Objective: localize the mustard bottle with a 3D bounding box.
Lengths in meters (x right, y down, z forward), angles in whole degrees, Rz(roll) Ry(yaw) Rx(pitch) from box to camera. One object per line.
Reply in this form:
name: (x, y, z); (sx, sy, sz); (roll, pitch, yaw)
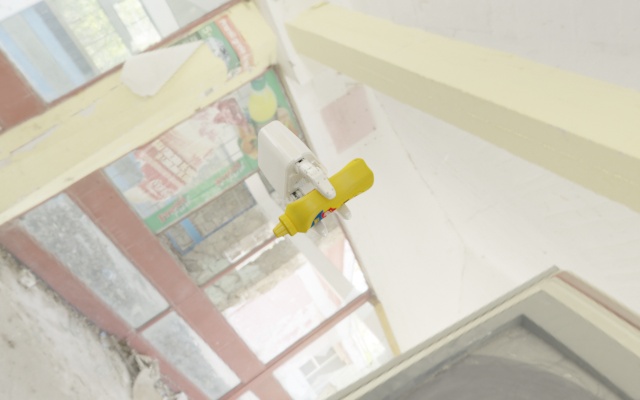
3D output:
mustard bottle: (0.001, 0.003, 0.820); (0.191, 0.058, 0.096); (-34, -6, -12)
